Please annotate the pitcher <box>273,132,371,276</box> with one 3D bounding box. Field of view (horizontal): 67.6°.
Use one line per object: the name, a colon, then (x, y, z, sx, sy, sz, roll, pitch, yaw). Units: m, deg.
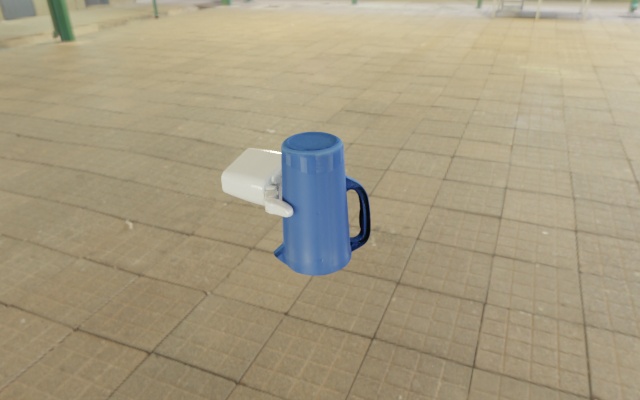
pitcher: (0.000, 0.003, 0.873, 0.145, 0.243, 0.149, 15, 32, 30)
